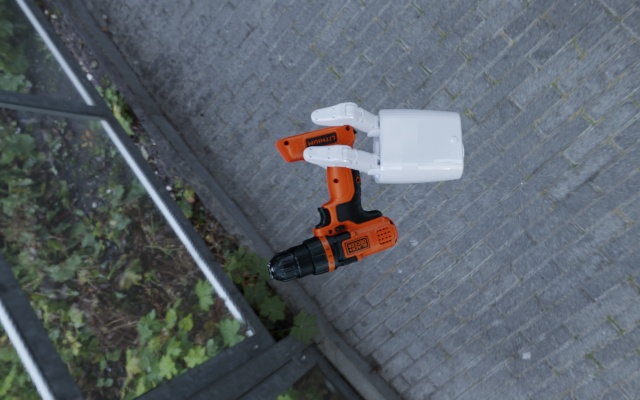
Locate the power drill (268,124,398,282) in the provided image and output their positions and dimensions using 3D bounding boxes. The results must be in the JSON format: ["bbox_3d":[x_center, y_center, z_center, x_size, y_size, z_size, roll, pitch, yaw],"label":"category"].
[{"bbox_3d":[0.000,0.002,0.639,0.184,0.187,0.057,-17,7,-17],"label":"power drill"}]
